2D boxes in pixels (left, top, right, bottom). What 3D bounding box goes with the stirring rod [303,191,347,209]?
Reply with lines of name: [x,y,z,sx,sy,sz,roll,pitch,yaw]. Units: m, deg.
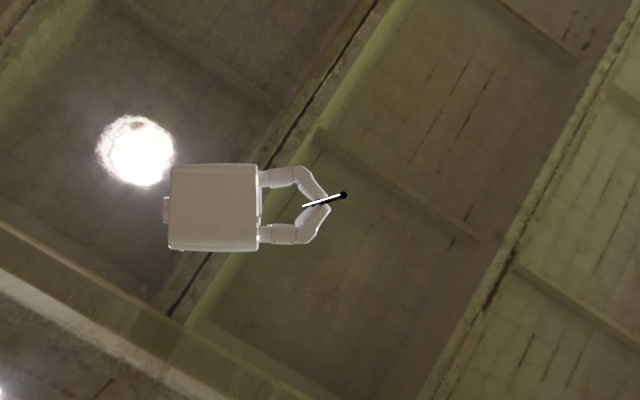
stirring rod: [0.000,0.002,0.600,0.011,0.011,0.239,0,-4,-11]
